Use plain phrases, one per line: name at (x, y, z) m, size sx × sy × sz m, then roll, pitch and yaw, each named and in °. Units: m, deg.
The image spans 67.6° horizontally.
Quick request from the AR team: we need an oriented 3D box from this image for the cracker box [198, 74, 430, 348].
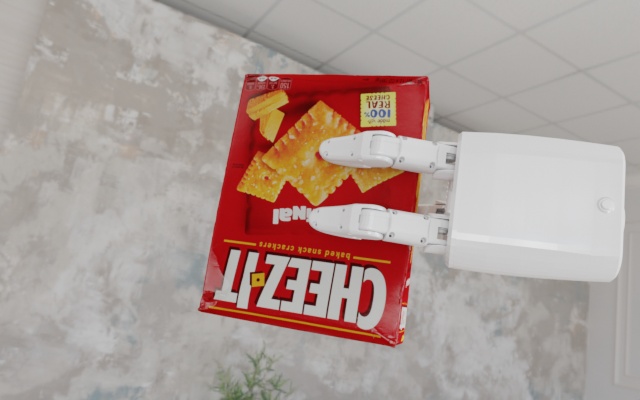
cracker box at (0.000, 0.001, 0.407) m, size 0.164 × 0.213 × 0.072 m, roll 6°, pitch -12°, yaw 15°
